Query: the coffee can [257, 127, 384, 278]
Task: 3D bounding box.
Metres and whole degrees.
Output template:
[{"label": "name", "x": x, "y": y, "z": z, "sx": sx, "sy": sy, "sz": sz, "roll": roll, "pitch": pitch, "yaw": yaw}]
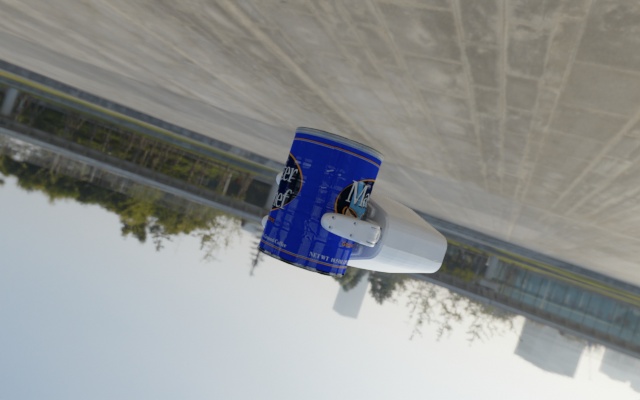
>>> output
[{"label": "coffee can", "x": 0.000, "y": 0.002, "z": 0.530, "sx": 0.103, "sy": 0.140, "sz": 0.103, "roll": 18, "pitch": 0, "yaw": 0}]
